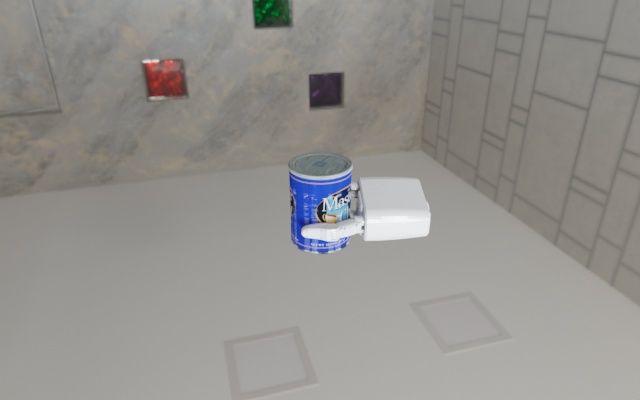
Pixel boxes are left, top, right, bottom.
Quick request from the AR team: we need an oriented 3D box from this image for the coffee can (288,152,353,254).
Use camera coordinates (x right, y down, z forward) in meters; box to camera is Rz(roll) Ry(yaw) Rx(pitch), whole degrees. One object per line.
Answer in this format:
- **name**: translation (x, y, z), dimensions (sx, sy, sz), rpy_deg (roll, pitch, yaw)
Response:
- **coffee can**: translation (0.000, 0.002, 0.792), dimensions (0.103, 0.140, 0.102), rpy_deg (0, 27, 0)
